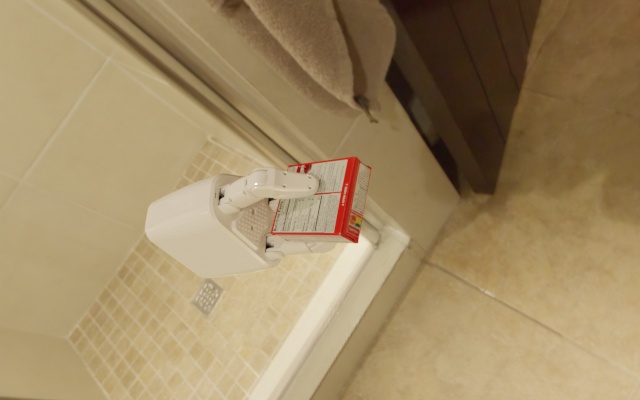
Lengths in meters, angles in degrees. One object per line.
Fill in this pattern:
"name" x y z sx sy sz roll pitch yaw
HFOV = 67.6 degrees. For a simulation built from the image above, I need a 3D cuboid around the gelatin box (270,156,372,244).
"gelatin box" 0.000 0.001 0.445 0.089 0.073 0.030 -4 -23 42
